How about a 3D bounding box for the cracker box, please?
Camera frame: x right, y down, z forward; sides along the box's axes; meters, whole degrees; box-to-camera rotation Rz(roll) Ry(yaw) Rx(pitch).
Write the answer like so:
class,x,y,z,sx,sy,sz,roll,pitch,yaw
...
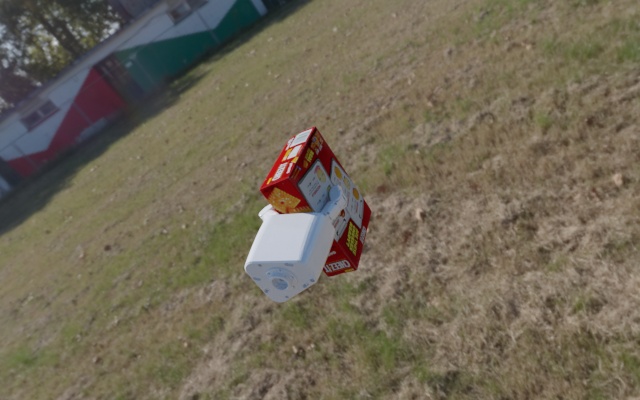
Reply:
class,x,y,z,sx,sy,sz,roll,pitch,yaw
cracker box,0.000,0.003,0.848,0.072,0.214,0.164,-19,30,30
